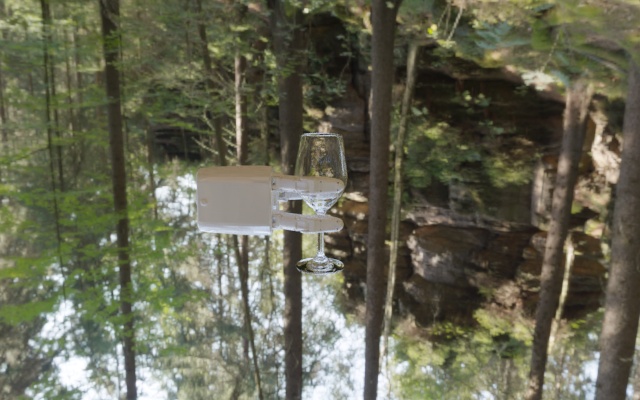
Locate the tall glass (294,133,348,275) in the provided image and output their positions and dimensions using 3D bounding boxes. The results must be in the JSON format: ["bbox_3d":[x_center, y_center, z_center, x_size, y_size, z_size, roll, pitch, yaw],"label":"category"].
[{"bbox_3d":[0.000,0.003,0.706,0.079,0.201,0.079,1,11,0],"label":"tall glass"}]
